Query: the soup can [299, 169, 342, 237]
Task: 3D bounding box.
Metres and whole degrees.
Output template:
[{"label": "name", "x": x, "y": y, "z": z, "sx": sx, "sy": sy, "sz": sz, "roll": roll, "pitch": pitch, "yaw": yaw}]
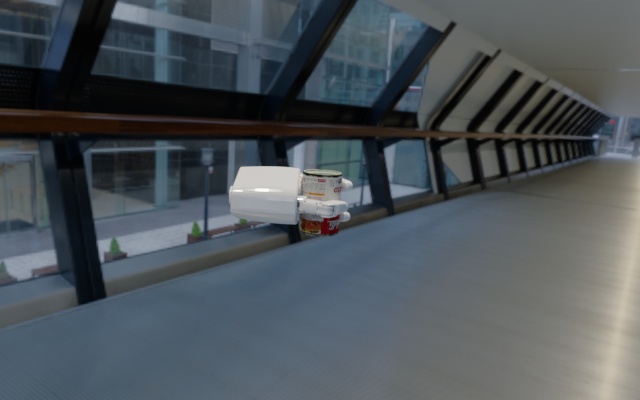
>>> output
[{"label": "soup can", "x": 0.001, "y": 0.002, "z": 0.797, "sx": 0.068, "sy": 0.102, "sz": 0.068, "roll": 4, "pitch": 11, "yaw": -1}]
